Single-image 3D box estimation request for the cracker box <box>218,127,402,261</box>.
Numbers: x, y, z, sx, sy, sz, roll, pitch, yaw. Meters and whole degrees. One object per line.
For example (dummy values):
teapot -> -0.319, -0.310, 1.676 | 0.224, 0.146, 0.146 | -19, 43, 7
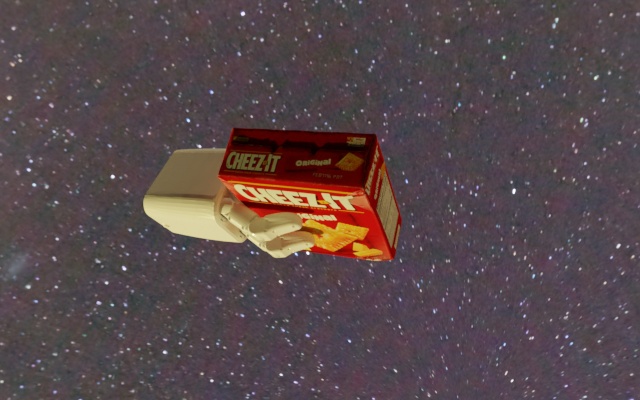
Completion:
cracker box -> 0.000, 0.002, 0.573 | 0.164, 0.072, 0.214 | 5, -24, 19
